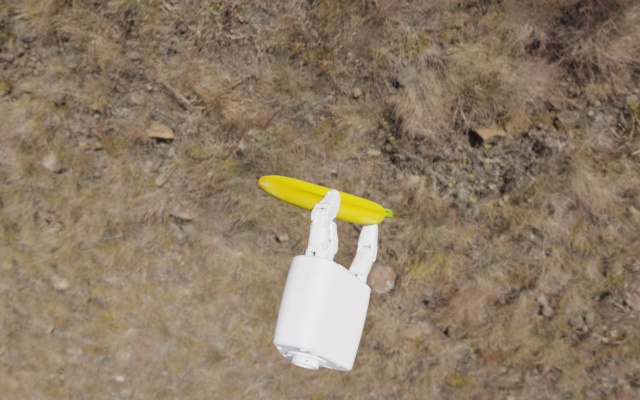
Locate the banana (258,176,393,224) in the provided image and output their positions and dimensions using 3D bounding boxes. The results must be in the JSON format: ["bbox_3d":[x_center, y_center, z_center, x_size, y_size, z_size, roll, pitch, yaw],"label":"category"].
[{"bbox_3d":[0.003,0.001,0.656,0.198,0.037,0.069,16,-5,4],"label":"banana"}]
